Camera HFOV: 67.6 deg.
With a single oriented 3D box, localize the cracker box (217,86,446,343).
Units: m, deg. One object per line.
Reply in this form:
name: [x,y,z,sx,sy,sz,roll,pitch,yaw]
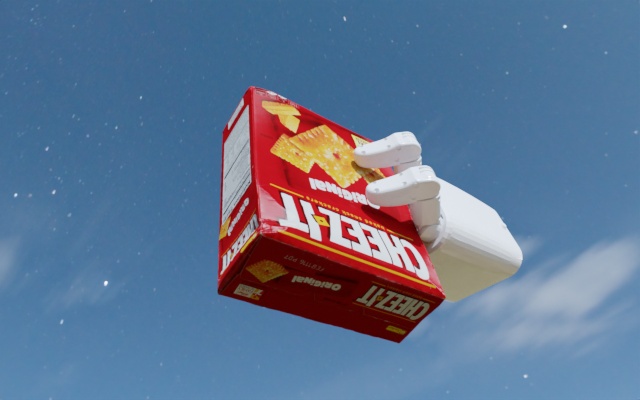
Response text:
cracker box: [0.000,0.001,0.421,0.164,0.072,0.213,21,32,-25]
